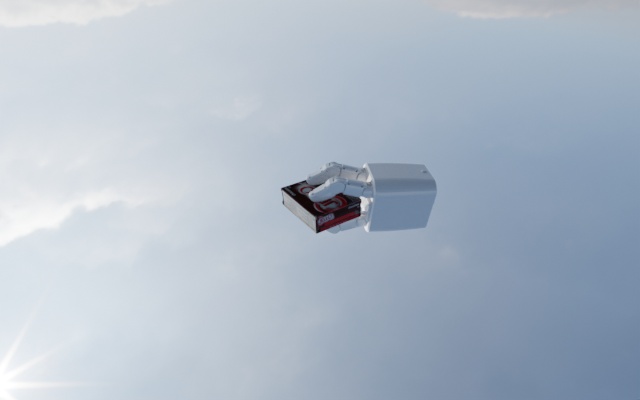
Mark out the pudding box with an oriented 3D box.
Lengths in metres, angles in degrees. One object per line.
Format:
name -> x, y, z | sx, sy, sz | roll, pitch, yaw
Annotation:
pudding box -> 0.000, 0.003, 0.796 | 0.090, 0.039, 0.113 | -19, 34, -29
